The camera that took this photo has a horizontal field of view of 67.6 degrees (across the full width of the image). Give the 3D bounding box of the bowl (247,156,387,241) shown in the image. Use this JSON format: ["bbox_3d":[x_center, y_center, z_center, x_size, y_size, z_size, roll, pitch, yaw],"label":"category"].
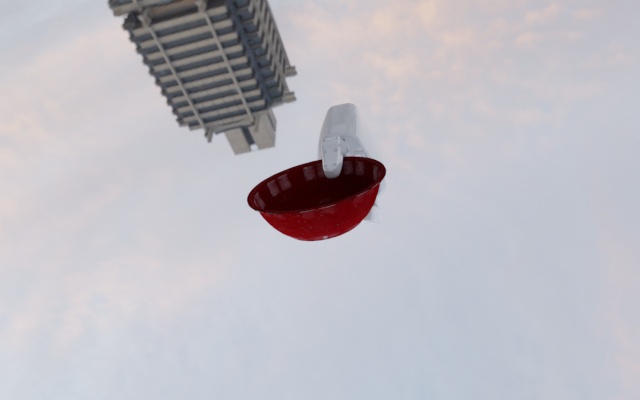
[{"bbox_3d":[0.000,0.003,0.552,0.162,0.055,0.162,-11,21,5],"label":"bowl"}]
